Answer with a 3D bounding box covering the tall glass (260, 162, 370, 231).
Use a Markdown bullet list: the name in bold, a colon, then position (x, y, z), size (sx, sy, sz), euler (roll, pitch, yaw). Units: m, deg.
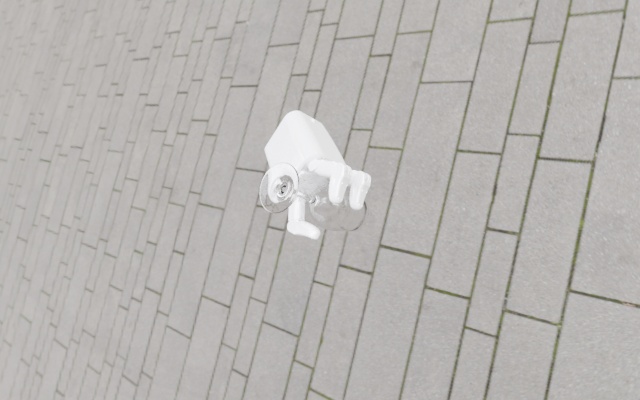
- **tall glass**: position (0.000, 0.002, 0.752), size (0.079, 0.079, 0.201), euler (0, -13, 38)
